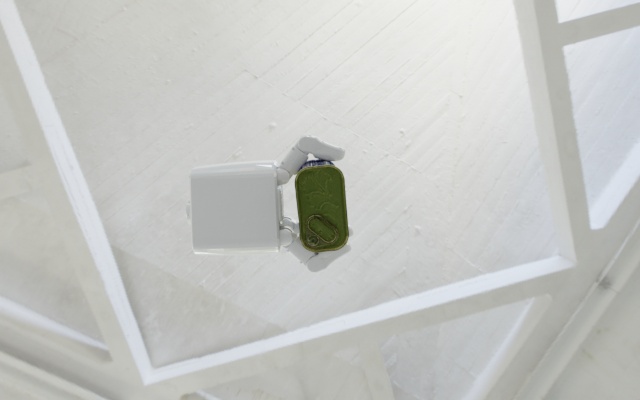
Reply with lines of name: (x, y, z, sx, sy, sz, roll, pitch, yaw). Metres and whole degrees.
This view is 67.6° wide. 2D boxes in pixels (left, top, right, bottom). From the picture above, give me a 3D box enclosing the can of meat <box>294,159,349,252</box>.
can of meat: (0.000, 0.002, 0.586, 0.057, 0.102, 0.084, -6, 12, -1)
